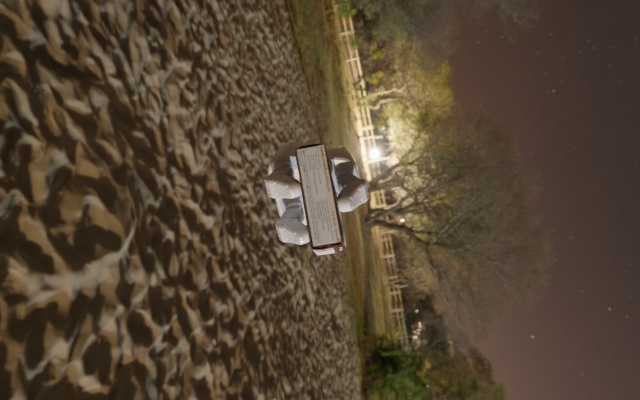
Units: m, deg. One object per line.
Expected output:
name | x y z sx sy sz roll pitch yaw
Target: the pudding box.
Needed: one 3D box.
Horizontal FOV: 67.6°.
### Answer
pudding box | 0.000 0.002 0.535 0.039 0.113 0.090 -12 -10 2
